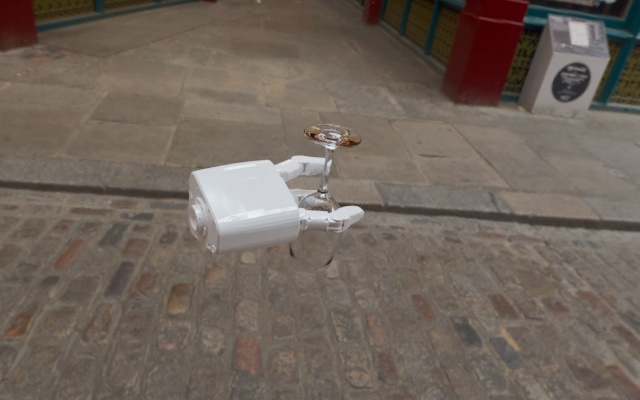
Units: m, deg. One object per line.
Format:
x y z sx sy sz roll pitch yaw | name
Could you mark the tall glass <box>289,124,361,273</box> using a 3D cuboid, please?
0.000 0.002 0.655 0.079 0.201 0.079 7 29 -4 | tall glass
